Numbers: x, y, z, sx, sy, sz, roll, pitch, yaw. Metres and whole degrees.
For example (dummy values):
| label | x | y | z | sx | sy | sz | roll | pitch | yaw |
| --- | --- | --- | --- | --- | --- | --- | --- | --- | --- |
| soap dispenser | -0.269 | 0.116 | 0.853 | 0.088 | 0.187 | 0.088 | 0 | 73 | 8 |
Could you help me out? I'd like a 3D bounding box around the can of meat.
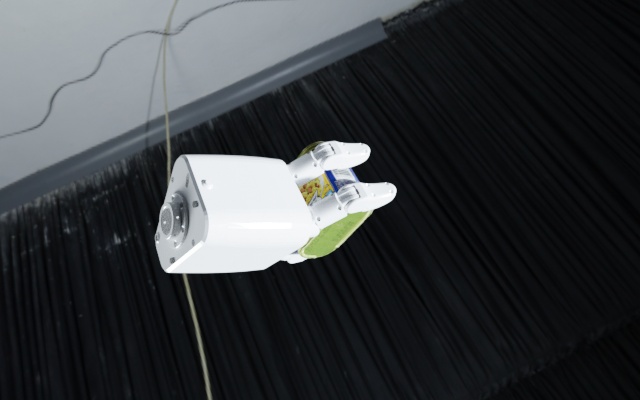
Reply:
| label | x | y | z | sx | sy | sz | roll | pitch | yaw |
| --- | --- | --- | --- | --- | --- | --- | --- | --- | --- |
| can of meat | 0.000 | 0.002 | 0.522 | 0.057 | 0.084 | 0.102 | 6 | -45 | -42 |
